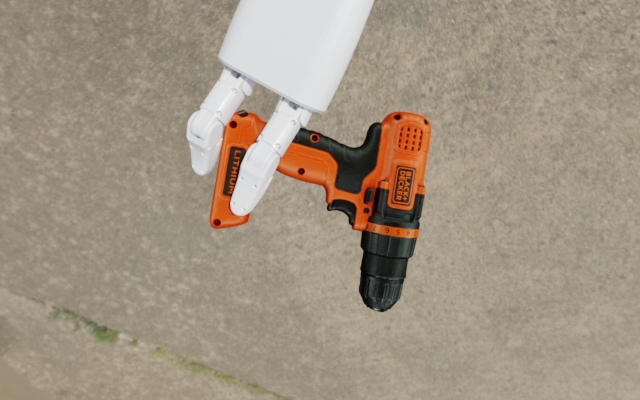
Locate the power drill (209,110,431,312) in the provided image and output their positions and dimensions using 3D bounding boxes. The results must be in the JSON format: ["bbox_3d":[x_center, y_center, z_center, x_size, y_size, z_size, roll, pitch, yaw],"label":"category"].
[{"bbox_3d":[0.000,0.001,0.432,0.187,0.184,0.057,9,2,-7],"label":"power drill"}]
